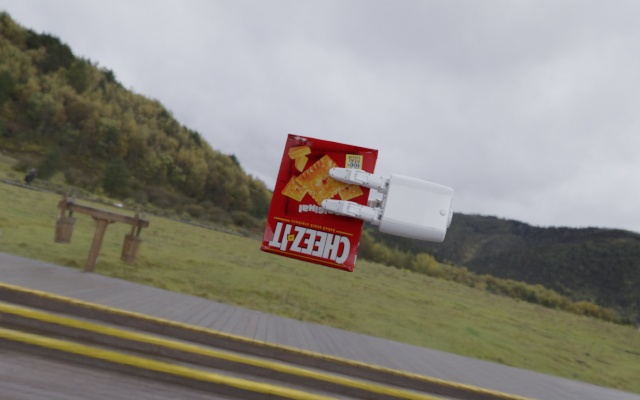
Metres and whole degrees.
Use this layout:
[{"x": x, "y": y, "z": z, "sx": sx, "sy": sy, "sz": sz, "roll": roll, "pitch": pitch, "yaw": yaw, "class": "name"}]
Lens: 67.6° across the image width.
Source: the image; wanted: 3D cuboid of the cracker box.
[{"x": 0.000, "y": 0.003, "z": 0.833, "sx": 0.164, "sy": 0.213, "sz": 0.072, "roll": 12, "pitch": -7, "yaw": 7, "class": "cracker box"}]
